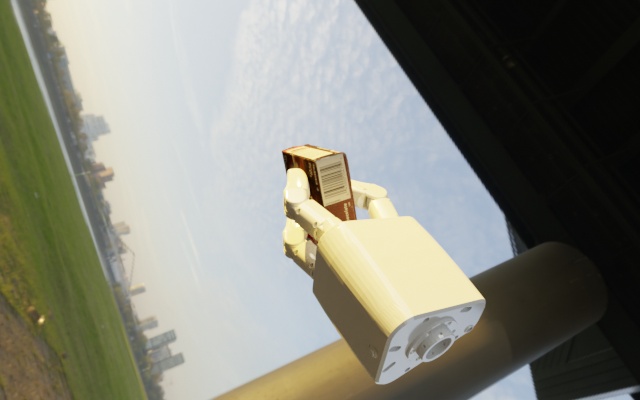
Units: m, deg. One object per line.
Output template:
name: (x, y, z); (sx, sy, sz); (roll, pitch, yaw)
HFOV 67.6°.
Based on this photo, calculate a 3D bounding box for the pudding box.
pudding box: (0.000, 0.002, 0.502); (0.039, 0.113, 0.090); (-15, 17, -23)
